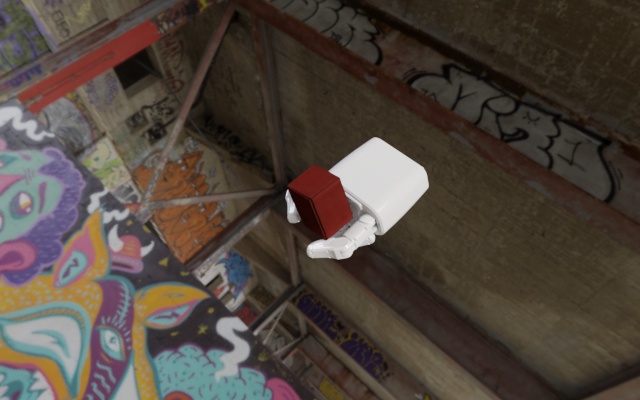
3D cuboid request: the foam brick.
[{"bbox_3d":[0.000,0.002,0.629,0.051,0.078,0.053,-39,44,-19],"label":"foam brick"}]
